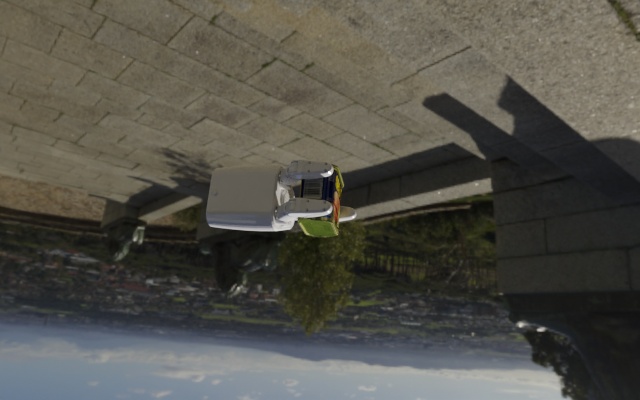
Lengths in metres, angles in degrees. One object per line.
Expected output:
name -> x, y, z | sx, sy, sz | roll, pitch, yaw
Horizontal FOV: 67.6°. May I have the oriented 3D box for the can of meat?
can of meat -> 0.000, 0.003, 0.701 | 0.057, 0.084, 0.102 | 2, -18, 9
